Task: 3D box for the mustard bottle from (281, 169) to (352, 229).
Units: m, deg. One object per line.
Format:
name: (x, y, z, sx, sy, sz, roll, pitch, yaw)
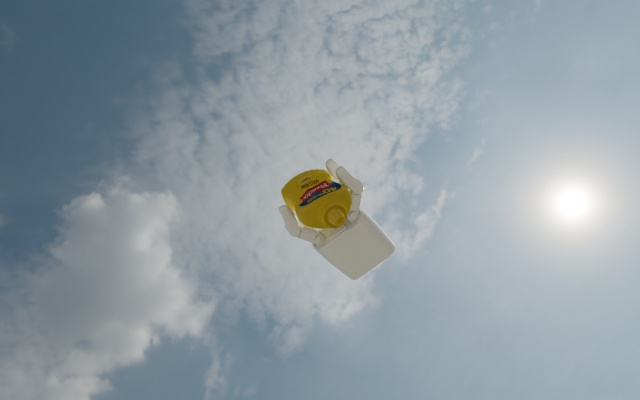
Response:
mustard bottle: (0.000, 0.002, 0.813, 0.096, 0.058, 0.191, -25, 24, -10)
